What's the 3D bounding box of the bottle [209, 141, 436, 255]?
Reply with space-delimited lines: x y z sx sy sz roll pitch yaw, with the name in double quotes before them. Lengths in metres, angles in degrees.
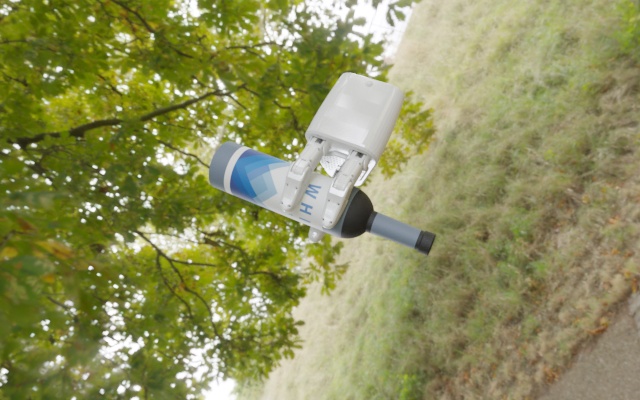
"bottle" 0.000 0.002 0.606 0.295 0.069 0.069 21 6 16
